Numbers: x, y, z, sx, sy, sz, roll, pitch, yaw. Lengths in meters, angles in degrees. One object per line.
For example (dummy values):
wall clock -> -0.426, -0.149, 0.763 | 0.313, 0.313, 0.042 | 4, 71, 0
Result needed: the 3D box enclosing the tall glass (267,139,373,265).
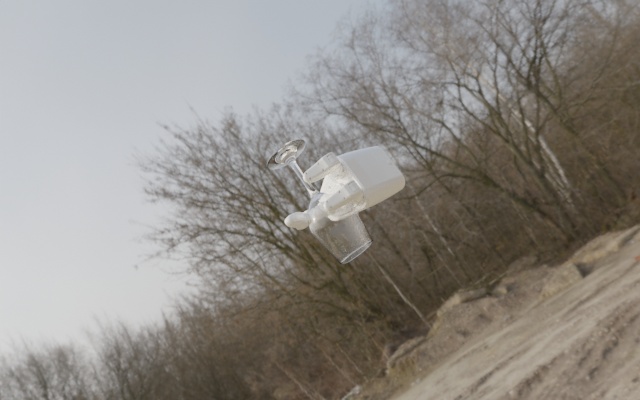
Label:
tall glass -> 0.000, 0.002, 0.752 | 0.079, 0.201, 0.079 | -33, -16, -10
